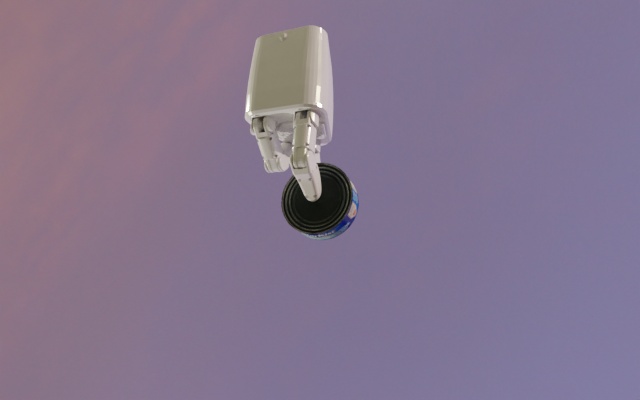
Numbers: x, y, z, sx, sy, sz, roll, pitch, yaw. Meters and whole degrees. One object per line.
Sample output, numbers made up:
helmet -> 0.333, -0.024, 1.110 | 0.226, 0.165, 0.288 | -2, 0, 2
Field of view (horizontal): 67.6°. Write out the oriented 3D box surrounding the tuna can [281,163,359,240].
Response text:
tuna can -> 0.000, 0.002, 0.553 | 0.086, 0.086, 0.034 | 0, -19, 20
